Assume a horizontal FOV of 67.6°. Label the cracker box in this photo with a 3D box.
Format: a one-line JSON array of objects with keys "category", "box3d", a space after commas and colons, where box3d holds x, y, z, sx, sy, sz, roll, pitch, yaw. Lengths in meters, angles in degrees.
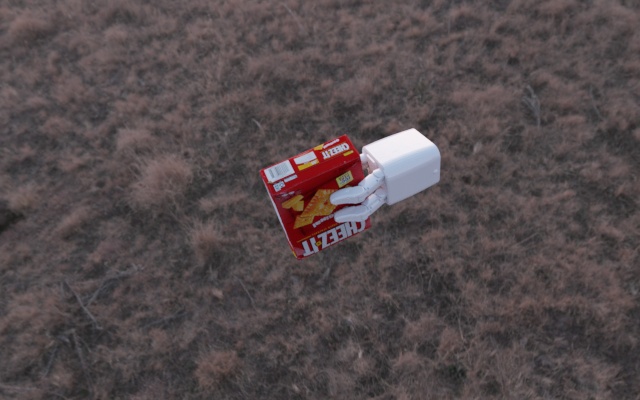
[{"category": "cracker box", "box3d": [0.000, 0.003, 0.872, 0.164, 0.072, 0.214, -24, -39, -6]}]
